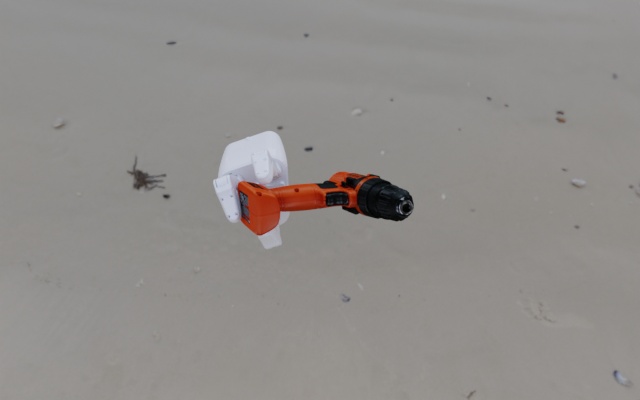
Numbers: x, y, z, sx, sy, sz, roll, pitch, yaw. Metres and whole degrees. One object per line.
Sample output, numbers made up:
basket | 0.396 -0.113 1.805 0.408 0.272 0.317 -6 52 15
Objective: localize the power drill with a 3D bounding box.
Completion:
power drill | 0.000 0.002 0.601 0.187 0.057 0.184 -6 10 -22
